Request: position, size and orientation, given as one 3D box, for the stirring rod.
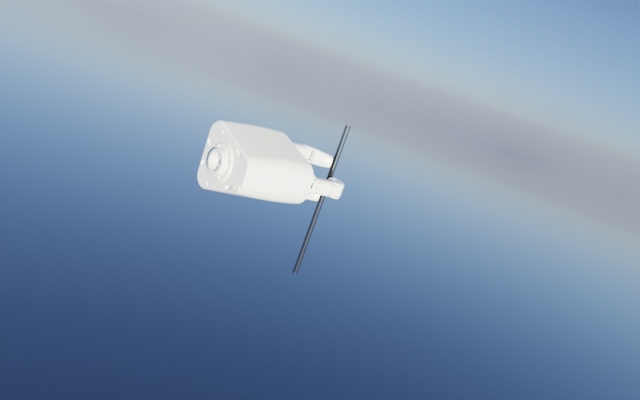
[{"bbox_3d":[0.000,0.002,0.718,0.011,0.239,0.011,19,13,-5],"label":"stirring rod"}]
